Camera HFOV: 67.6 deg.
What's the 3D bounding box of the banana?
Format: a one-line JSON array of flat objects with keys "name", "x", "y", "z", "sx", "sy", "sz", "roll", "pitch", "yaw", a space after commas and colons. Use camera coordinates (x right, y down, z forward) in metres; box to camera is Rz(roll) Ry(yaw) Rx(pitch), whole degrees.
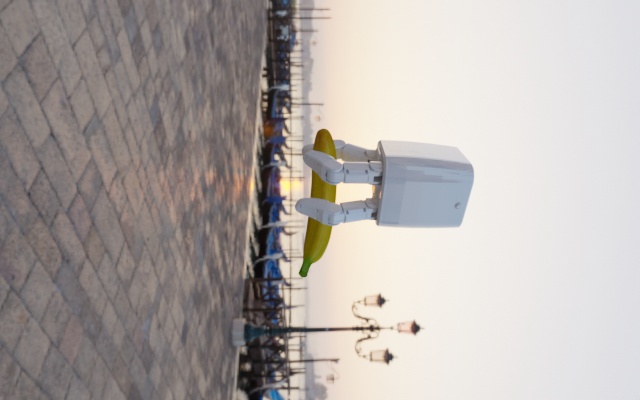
[{"name": "banana", "x": 0.002, "y": 0.001, "z": 0.636, "sx": 0.037, "sy": 0.198, "sz": 0.069, "roll": 7, "pitch": 14, "yaw": 4}]
